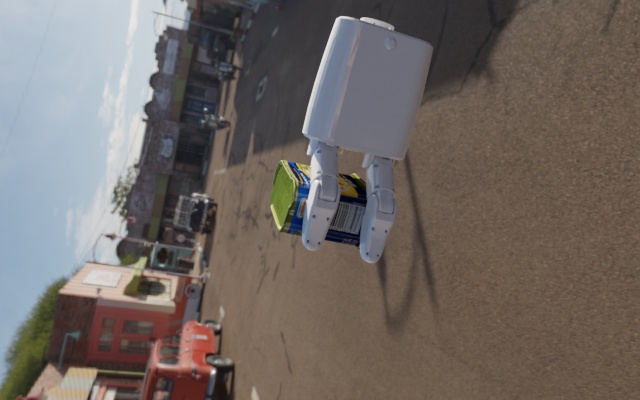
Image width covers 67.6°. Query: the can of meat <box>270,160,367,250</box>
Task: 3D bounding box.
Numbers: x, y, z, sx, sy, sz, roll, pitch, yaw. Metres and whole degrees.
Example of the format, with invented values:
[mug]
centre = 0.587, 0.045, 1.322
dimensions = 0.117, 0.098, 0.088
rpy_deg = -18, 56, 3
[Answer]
[can of meat]
centre = 0.000, 0.001, 0.468
dimensions = 0.084, 0.057, 0.102
rpy_deg = 12, 16, -17
